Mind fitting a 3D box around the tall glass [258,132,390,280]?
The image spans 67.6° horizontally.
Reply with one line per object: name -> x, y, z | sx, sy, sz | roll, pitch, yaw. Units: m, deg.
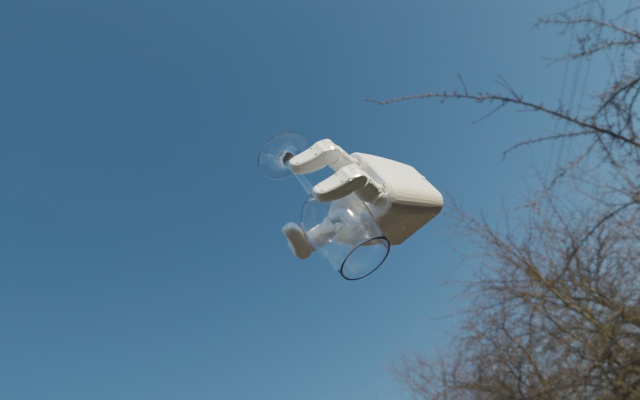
tall glass -> 0.000, 0.001, 0.564 | 0.079, 0.079, 0.201 | 0, 37, -37
